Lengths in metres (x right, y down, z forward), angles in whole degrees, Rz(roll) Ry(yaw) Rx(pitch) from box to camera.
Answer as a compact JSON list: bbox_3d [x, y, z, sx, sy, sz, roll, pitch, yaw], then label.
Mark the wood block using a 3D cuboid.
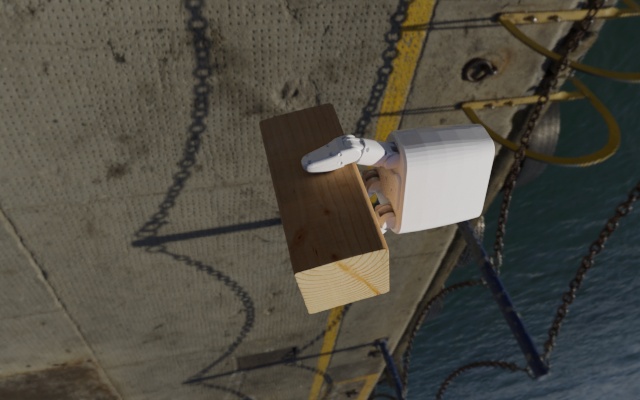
[{"bbox_3d":[0.000,0.002,0.521,0.090,0.206,0.091,-15,-37,-3],"label":"wood block"}]
